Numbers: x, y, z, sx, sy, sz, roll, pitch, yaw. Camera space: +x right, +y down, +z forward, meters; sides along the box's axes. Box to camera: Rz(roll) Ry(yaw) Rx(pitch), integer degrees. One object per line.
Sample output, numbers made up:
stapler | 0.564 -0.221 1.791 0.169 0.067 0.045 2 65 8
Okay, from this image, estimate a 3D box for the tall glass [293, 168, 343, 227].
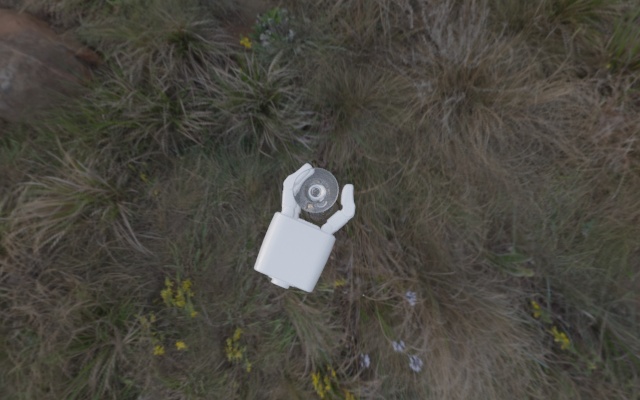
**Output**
tall glass | 0.000 0.003 0.863 0.079 0.079 0.201 0 -11 5
